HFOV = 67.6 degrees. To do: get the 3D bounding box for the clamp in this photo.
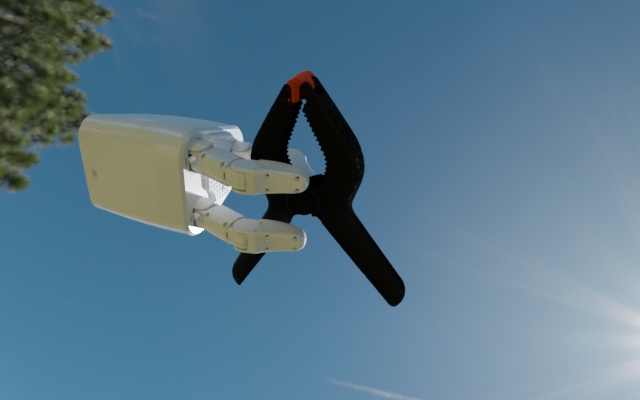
[{"bbox_3d":[0.000,0.000,0.403,0.164,0.210,0.036,10,30,11],"label":"clamp"}]
